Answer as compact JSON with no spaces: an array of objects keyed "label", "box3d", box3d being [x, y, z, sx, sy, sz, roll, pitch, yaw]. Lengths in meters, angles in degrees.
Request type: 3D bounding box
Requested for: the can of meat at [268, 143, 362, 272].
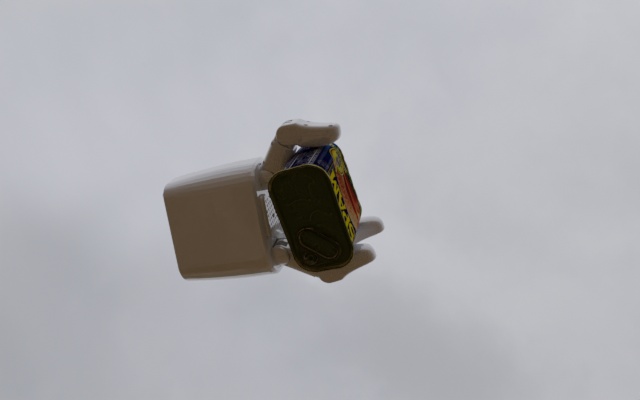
[{"label":"can of meat","box3d":[0.000,0.001,0.452,0.057,0.102,0.084,-13,20,18]}]
